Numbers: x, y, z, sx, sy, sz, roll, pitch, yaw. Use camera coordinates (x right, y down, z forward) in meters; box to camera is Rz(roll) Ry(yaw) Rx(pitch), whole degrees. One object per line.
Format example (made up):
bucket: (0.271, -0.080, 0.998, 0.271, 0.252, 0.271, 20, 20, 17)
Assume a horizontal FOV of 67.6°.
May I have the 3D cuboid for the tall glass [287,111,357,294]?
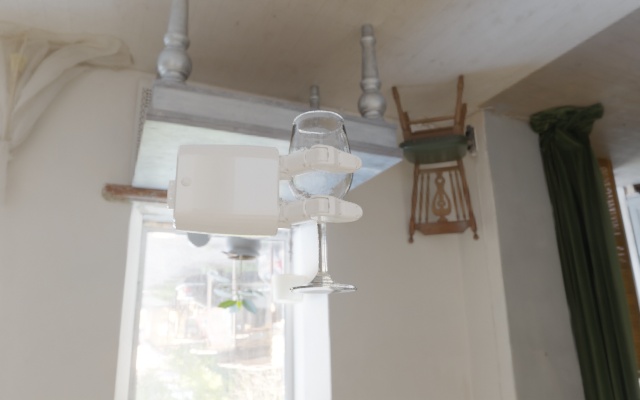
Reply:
tall glass: (0.000, 0.002, 0.544, 0.079, 0.201, 0.079, -1, -16, 0)
